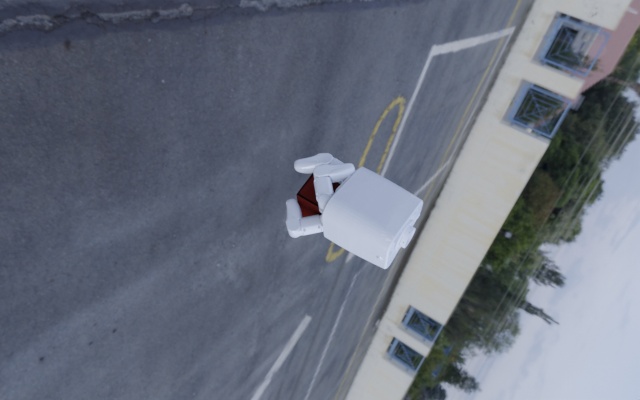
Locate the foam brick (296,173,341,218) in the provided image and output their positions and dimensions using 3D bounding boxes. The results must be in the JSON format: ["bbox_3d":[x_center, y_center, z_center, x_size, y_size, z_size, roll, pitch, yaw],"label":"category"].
[{"bbox_3d":[0.000,0.002,0.746,0.051,0.053,0.078,29,-23,18],"label":"foam brick"}]
